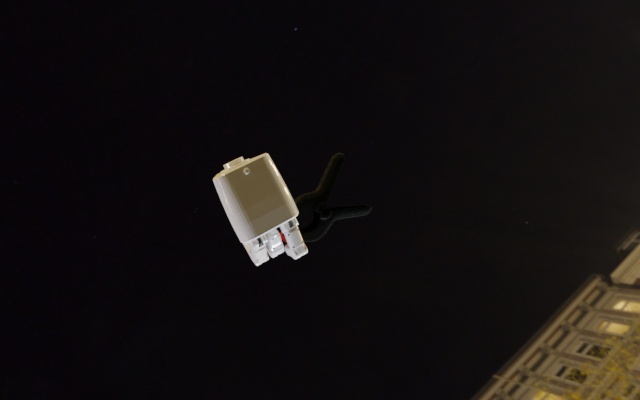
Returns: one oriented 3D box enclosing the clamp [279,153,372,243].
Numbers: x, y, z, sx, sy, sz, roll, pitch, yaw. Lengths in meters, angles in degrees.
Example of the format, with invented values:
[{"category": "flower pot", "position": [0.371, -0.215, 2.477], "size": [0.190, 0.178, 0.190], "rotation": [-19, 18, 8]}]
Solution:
[{"category": "clamp", "position": [0.000, 0.003, 0.782], "size": [0.171, 0.120, 0.039], "rotation": [-30, 14, -24]}]
